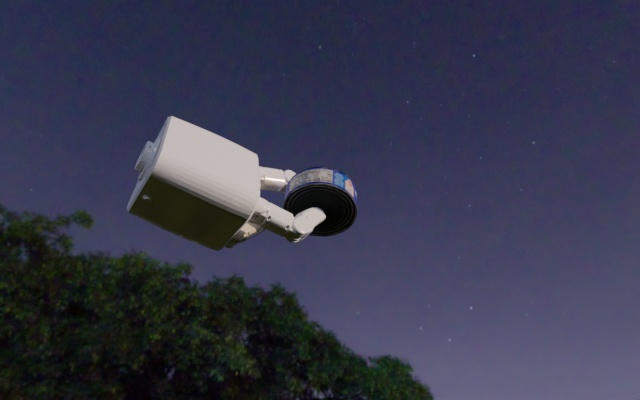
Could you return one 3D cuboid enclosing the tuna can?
[{"bbox_3d":[0.000,0.001,0.559,0.086,0.086,0.033,0,44,4],"label":"tuna can"}]
